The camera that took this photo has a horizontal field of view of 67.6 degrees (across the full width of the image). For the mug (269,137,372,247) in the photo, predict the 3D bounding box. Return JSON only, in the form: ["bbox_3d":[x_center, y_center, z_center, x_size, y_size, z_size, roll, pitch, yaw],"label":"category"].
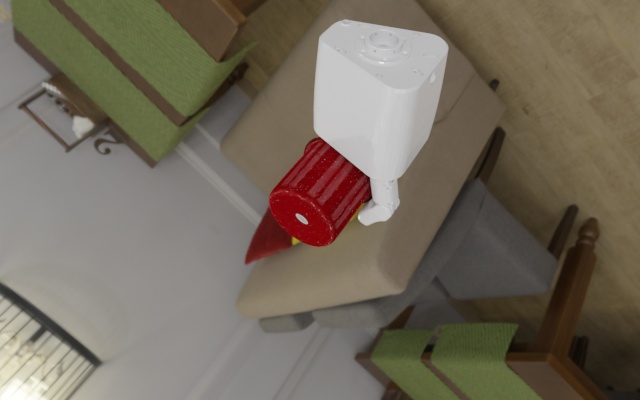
[{"bbox_3d":[0.000,0.003,0.512,0.093,0.081,0.117,25,-36,21],"label":"mug"}]
